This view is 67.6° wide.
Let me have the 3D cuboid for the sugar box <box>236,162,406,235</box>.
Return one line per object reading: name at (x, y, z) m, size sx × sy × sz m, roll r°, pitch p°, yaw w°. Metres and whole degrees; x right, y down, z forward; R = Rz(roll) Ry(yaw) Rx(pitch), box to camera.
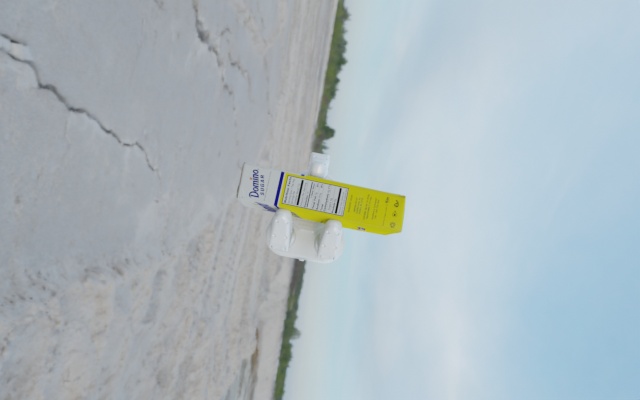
sugar box at (0.000, 0.002, 0.536) m, size 0.176 × 0.048 × 0.093 m, roll 9°, pitch -7°, yaw -1°
